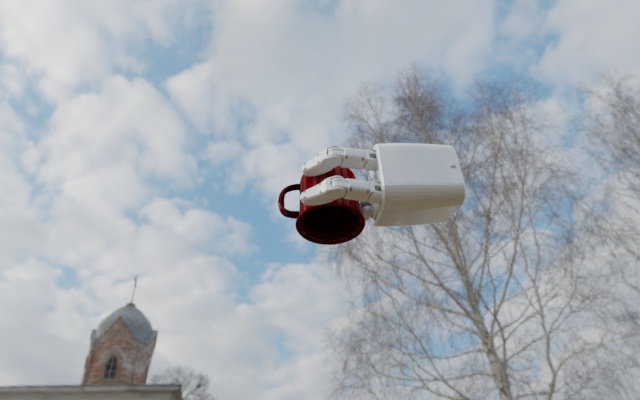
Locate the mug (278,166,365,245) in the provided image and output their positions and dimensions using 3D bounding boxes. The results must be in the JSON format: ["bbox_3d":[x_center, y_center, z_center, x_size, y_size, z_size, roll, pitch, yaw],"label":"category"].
[{"bbox_3d":[-0.001,0.002,0.659,0.117,0.081,0.093,1,-39,-4],"label":"mug"}]
